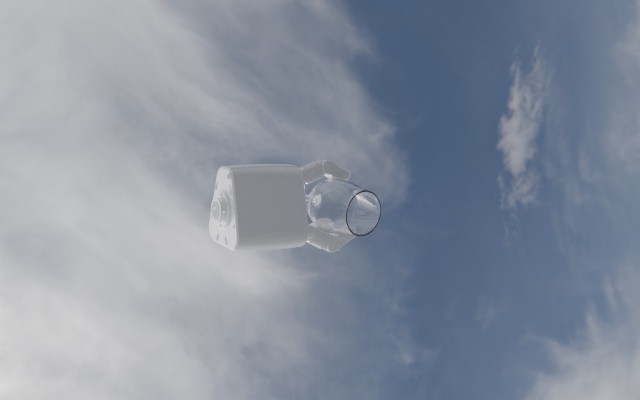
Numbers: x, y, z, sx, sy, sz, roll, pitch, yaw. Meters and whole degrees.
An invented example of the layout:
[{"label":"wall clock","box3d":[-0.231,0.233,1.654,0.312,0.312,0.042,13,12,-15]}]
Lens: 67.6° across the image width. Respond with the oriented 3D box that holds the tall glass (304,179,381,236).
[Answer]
[{"label":"tall glass","box3d":[0.000,0.002,0.709,0.079,0.079,0.201,0,9,-36]}]
